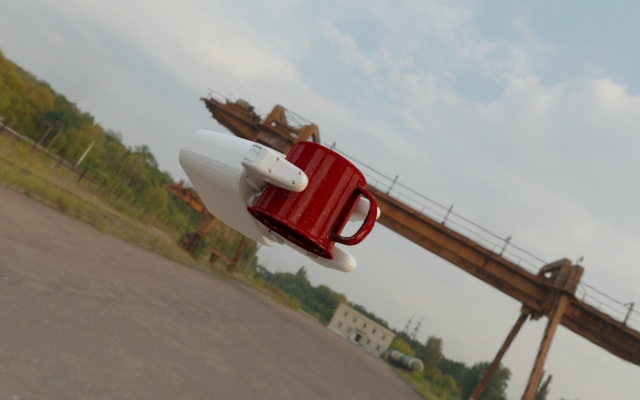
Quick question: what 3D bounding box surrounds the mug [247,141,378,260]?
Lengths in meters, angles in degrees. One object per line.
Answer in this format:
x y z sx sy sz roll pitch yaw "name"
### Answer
0.001 0.002 0.445 0.117 0.081 0.093 22 -15 35 "mug"
